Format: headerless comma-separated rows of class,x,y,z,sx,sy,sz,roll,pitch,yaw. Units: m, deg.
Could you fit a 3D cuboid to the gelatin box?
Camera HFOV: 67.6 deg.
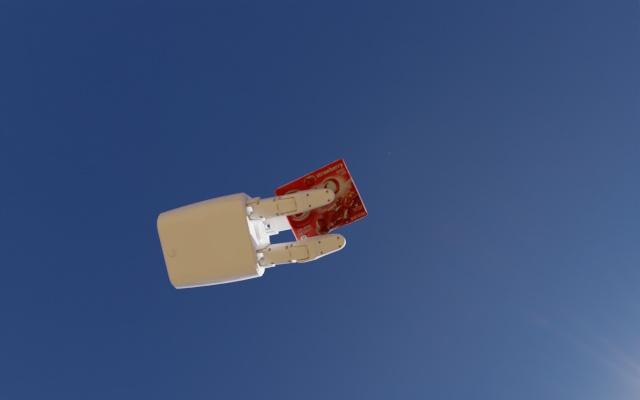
gelatin box,0.000,0.002,0.562,0.089,0.073,0.030,-25,4,-1
